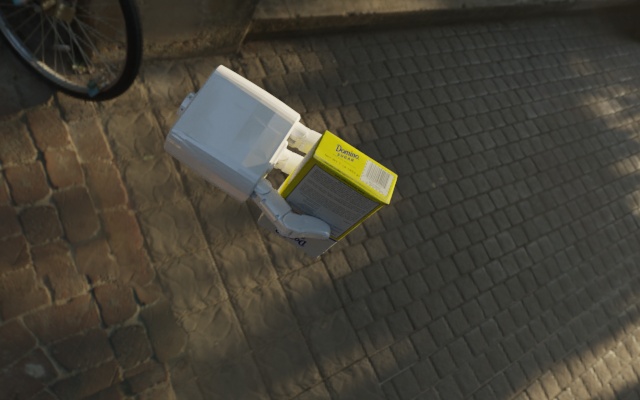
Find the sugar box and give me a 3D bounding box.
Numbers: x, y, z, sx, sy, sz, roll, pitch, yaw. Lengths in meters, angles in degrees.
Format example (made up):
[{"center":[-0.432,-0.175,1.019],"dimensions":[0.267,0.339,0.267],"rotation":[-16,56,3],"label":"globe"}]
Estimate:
[{"center":[0.000,0.001,0.549],"dimensions":[0.093,0.048,0.176],"rotation":[32,-33,-10],"label":"sugar box"}]
